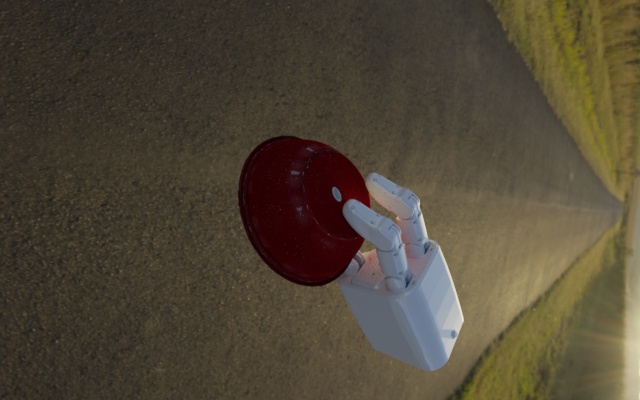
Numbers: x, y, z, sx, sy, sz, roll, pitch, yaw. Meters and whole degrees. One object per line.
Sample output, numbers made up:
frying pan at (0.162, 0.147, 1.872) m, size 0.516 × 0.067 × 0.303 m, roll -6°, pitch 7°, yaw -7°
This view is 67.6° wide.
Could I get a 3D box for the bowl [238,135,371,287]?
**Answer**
bowl at (-0.001, 0.001, 0.476) m, size 0.162 × 0.162 × 0.055 m, roll 0°, pitch -16°, yaw -44°
